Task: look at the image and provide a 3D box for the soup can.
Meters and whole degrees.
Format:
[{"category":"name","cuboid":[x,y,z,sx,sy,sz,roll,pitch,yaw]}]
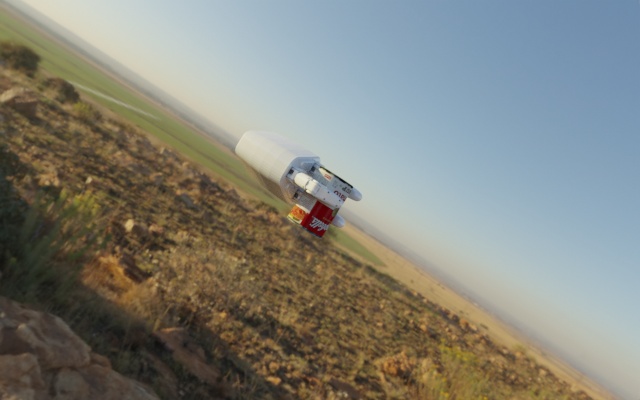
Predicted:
[{"category":"soup can","cuboid":[0.001,0.003,0.792,0.068,0.102,0.068,33,1,-1]}]
